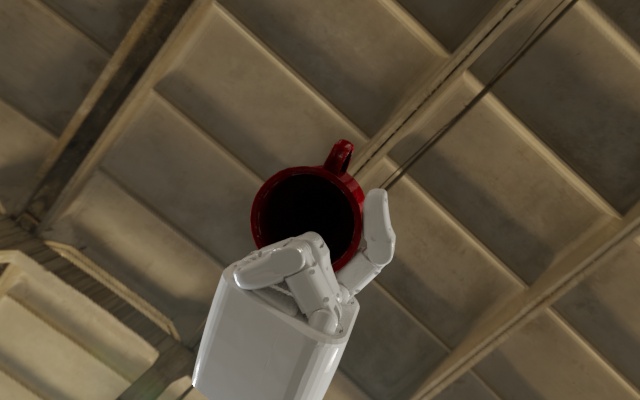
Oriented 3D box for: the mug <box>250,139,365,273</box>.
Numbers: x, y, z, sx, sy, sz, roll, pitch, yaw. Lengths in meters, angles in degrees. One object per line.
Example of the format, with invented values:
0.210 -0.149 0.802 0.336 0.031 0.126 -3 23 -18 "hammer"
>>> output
0.001 0.000 0.418 0.093 0.117 0.081 23 14 8 "mug"
